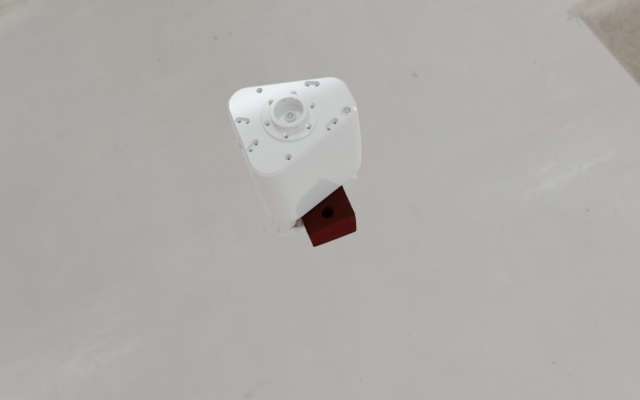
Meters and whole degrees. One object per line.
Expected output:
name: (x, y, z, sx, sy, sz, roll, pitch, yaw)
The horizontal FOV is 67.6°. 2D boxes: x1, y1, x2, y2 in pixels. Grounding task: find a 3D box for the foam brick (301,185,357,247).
foam brick: (0.000, 0.002, 0.515, 0.053, 0.078, 0.051, -22, -21, -4)
